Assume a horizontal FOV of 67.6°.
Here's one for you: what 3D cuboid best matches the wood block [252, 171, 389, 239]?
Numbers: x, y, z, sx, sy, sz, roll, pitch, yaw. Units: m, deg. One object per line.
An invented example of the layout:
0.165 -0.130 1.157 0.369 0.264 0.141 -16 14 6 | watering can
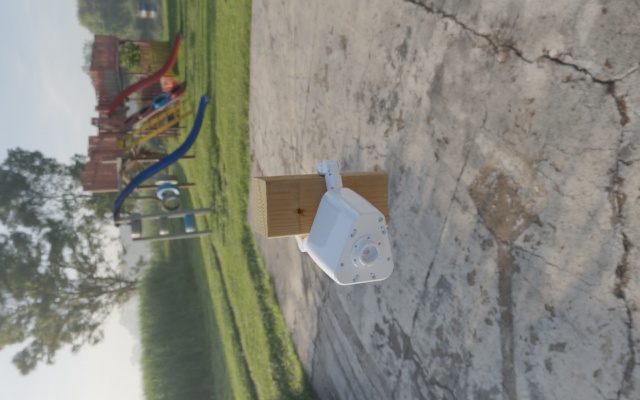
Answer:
0.000 0.002 0.787 0.206 0.091 0.090 -4 8 -21 | wood block
